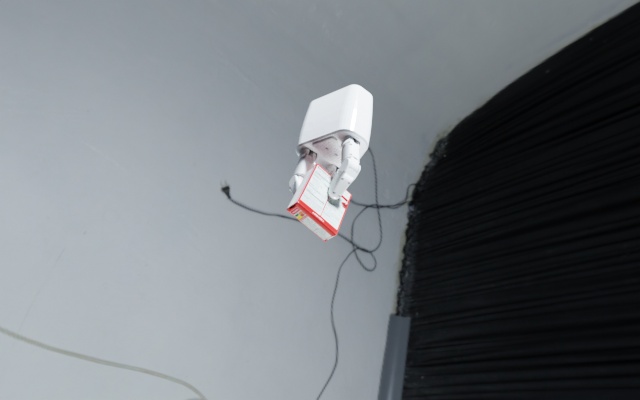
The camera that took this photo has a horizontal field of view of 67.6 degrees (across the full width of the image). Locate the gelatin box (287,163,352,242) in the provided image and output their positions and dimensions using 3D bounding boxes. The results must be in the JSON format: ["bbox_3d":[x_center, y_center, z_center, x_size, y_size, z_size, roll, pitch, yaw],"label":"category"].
[{"bbox_3d":[0.000,0.002,0.679,0.073,0.089,0.030,41,-47,-17],"label":"gelatin box"}]
